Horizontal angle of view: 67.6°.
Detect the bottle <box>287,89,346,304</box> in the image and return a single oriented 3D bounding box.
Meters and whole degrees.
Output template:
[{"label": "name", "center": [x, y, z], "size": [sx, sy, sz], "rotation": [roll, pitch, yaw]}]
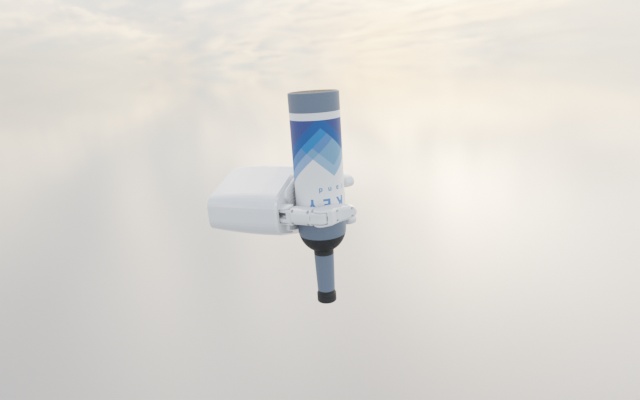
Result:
[{"label": "bottle", "center": [0.000, 0.002, 0.649], "size": [0.069, 0.296, 0.069], "rotation": [-4, 16, 1]}]
